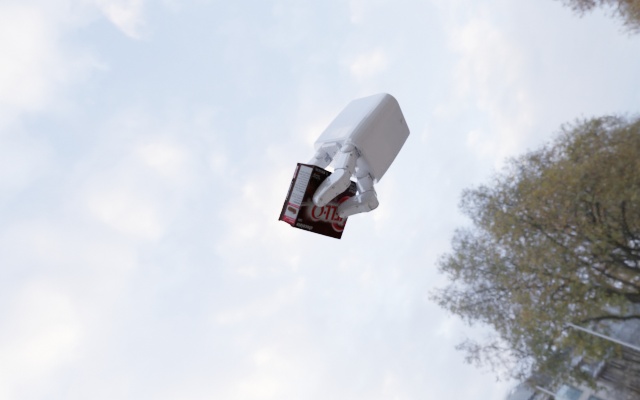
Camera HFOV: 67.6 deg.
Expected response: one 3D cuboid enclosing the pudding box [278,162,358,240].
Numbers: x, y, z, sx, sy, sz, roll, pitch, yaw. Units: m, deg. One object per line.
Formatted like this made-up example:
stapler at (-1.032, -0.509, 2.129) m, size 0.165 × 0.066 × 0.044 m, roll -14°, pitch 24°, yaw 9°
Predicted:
pudding box at (0.000, 0.002, 0.683) m, size 0.039 × 0.090 × 0.113 m, roll 18°, pitch 0°, yaw 43°
